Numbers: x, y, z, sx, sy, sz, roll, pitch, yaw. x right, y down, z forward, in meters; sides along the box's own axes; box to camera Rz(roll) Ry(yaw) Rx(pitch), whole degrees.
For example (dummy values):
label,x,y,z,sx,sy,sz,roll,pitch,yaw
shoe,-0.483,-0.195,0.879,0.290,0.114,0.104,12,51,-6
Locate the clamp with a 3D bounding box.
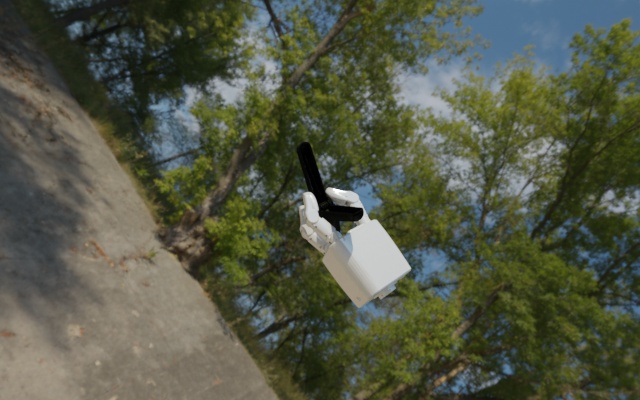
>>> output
label,x,y,z,sx,sy,sz,roll,pitch,yaw
clamp,0.001,0.003,0.838,0.036,0.164,0.210,-28,-17,-21
